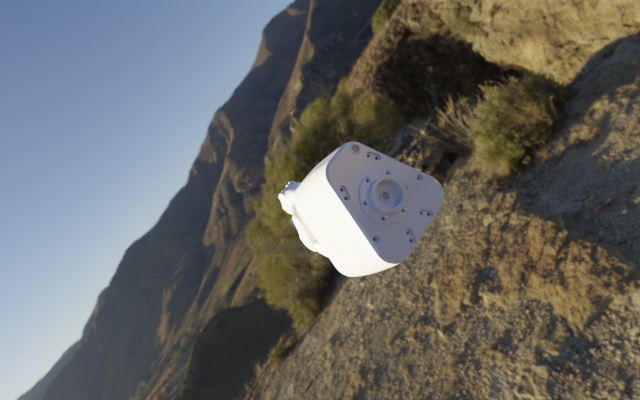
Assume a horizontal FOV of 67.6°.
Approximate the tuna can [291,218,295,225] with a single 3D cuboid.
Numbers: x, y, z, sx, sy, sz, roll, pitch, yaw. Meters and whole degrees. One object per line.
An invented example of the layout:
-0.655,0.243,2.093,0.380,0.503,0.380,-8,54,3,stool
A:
0.000,0.002,0.589,0.034,0.086,0.086,36,-2,-3,tuna can
